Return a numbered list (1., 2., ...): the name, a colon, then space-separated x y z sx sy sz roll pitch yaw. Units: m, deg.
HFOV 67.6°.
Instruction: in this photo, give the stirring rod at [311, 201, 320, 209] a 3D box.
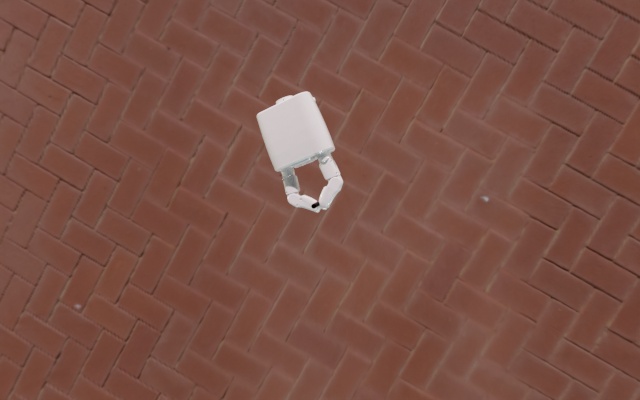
1. stirring rod: 0.000 0.003 0.866 0.011 0.011 0.239 0 3 5
